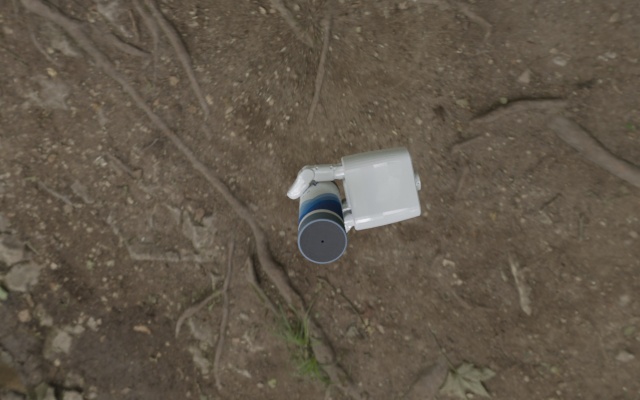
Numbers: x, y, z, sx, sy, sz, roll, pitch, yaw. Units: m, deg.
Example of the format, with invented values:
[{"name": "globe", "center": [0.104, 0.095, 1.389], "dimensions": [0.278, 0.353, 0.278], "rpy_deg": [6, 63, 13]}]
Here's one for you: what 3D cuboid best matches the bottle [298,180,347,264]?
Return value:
[{"name": "bottle", "center": [0.000, 0.003, 0.772], "dimensions": [0.069, 0.069, 0.295], "rpy_deg": [0, 21, -1]}]
